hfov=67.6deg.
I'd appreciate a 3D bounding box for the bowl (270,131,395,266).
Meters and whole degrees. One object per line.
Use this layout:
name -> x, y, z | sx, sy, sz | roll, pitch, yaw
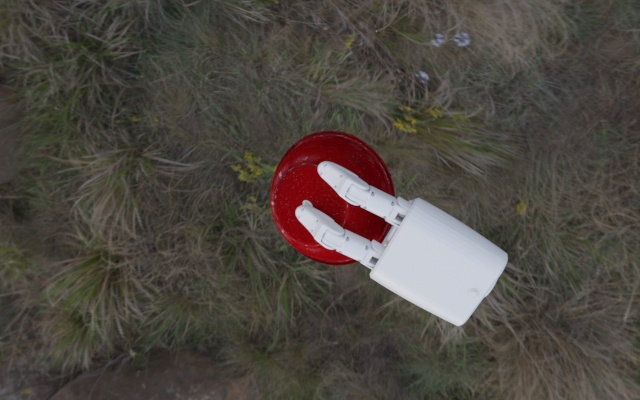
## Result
bowl -> -0.001, 0.001, 0.544 | 0.162, 0.162, 0.055 | 0, 8, 27
